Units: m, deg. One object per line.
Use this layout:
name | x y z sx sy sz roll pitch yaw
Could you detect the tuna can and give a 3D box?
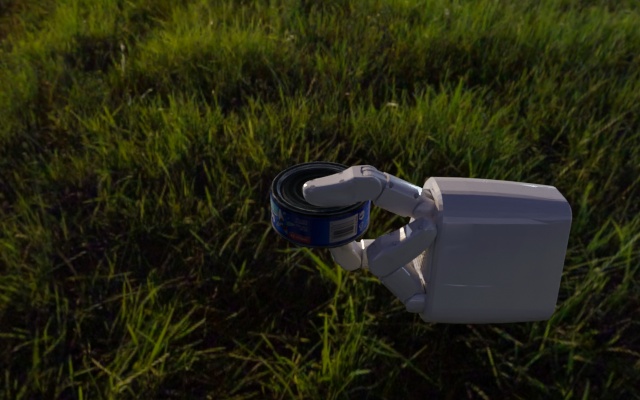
tuna can | 0.000 0.001 0.406 0.086 0.034 0.086 0 34 0
